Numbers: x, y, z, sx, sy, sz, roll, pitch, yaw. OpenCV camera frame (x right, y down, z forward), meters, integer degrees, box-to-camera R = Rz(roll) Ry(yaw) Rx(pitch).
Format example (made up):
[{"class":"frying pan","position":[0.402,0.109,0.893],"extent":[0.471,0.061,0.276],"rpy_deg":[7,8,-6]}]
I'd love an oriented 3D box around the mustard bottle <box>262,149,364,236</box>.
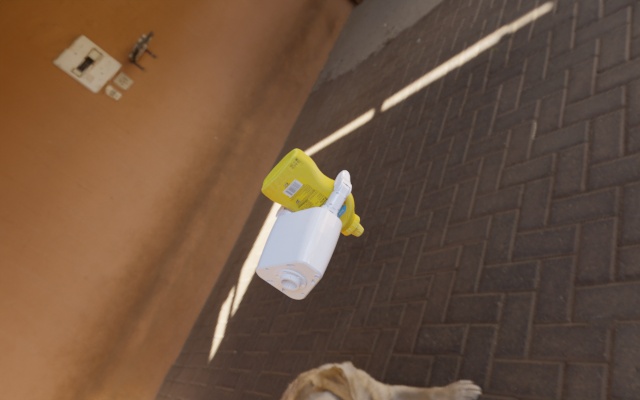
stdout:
[{"class":"mustard bottle","position":[0.000,0.002,0.823],"extent":[0.192,0.096,0.058],"rpy_deg":[38,23,-19]}]
